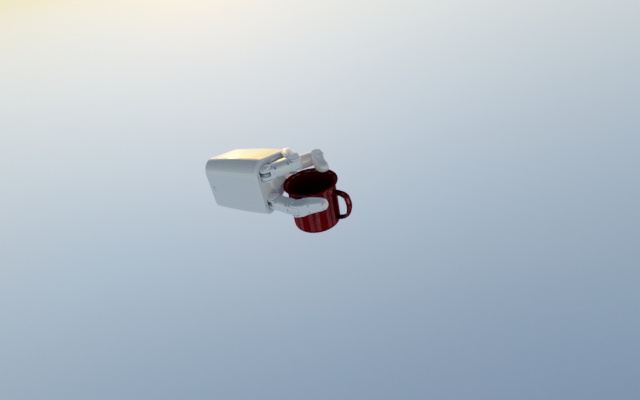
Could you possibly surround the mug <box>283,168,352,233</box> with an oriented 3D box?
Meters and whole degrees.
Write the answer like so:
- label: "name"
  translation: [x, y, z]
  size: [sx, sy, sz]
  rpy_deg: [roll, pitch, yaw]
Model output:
- label: "mug"
  translation: [0.001, 0.003, 0.811]
  size: [0.117, 0.081, 0.093]
  rpy_deg: [7, 36, 26]
